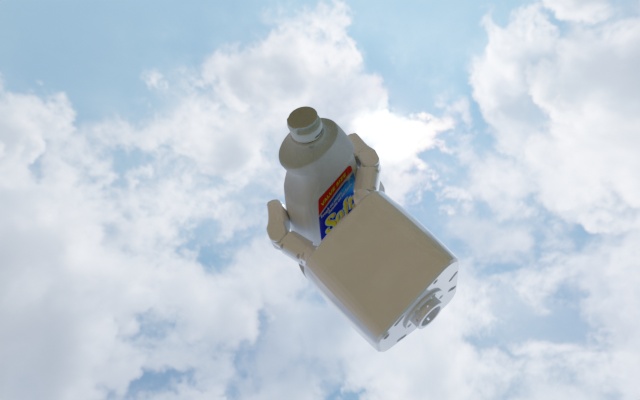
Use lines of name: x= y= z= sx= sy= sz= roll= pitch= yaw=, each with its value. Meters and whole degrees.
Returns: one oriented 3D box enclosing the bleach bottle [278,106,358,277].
bleach bottle: x=0.000 y=0.002 z=0.528 sx=0.068 sy=0.102 sz=0.251 roll=42 pitch=-17 yaw=33
